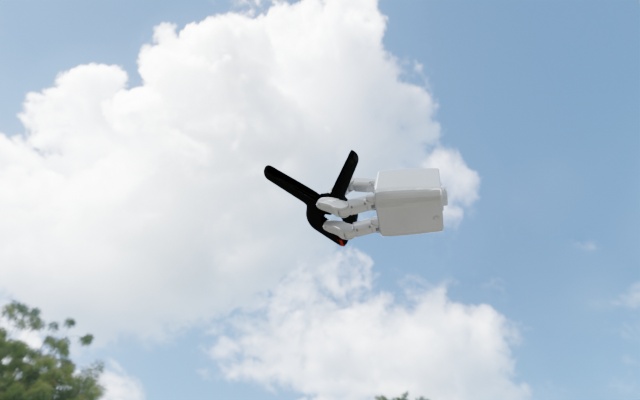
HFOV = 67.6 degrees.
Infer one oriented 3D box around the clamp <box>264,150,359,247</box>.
[{"bbox_3d":[0.001,0.003,0.839,0.164,0.210,0.036,-2,43,15],"label":"clamp"}]
